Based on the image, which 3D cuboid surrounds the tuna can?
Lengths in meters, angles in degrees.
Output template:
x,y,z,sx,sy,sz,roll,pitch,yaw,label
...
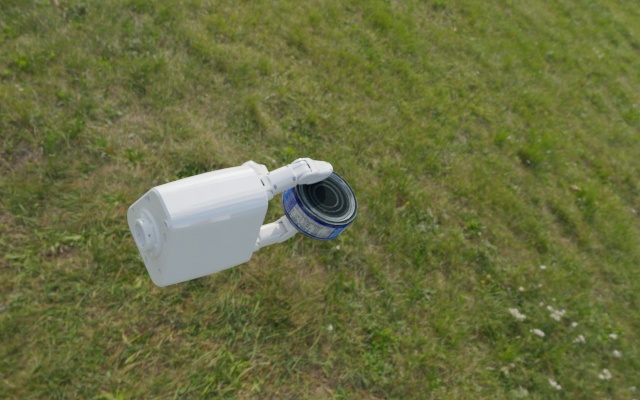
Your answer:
x,y,z,sx,sy,sz,roll,pitch,yaw,label
0.000,0.001,0.555,0.086,0.086,0.034,0,-34,-35,tuna can
